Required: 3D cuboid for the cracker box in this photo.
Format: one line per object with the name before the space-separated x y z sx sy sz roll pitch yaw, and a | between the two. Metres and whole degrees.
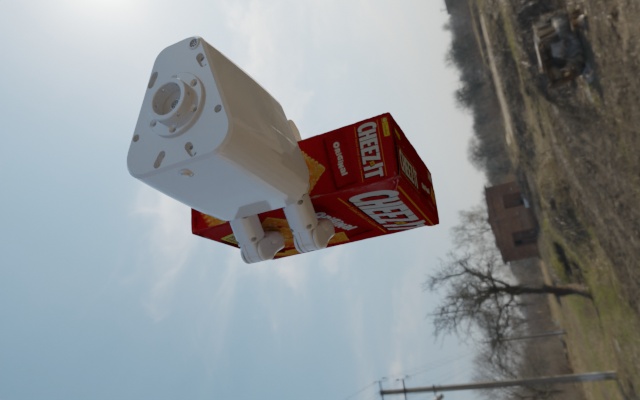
cracker box | 0.000 0.002 0.501 0.214 0.072 0.164 -14 -21 22
